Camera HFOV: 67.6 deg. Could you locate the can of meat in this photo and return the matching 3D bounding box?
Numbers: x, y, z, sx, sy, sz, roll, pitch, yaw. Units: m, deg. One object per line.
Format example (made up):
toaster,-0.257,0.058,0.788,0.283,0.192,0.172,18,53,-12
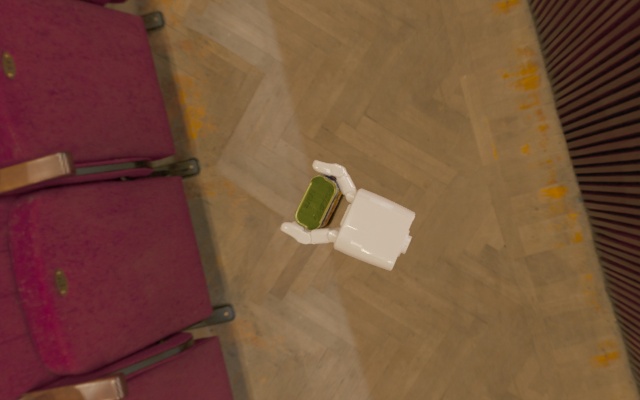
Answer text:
can of meat,0.000,0.003,0.862,0.057,0.102,0.084,27,8,10
